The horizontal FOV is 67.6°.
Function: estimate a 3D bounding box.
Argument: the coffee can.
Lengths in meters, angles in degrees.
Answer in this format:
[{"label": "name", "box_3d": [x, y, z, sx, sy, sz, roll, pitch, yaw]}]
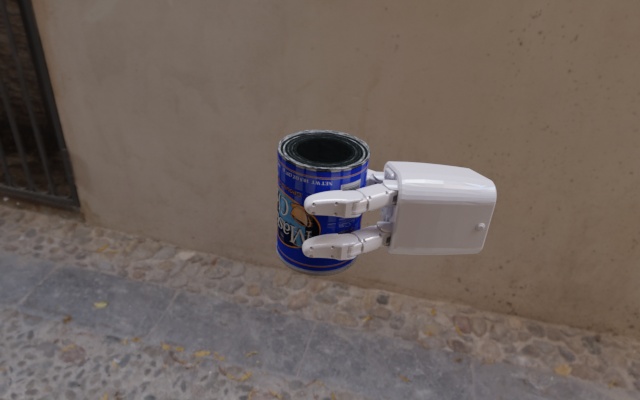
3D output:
[{"label": "coffee can", "box_3d": [0.000, 0.002, 0.559, 0.103, 0.140, 0.102, 3, 31, -2]}]
